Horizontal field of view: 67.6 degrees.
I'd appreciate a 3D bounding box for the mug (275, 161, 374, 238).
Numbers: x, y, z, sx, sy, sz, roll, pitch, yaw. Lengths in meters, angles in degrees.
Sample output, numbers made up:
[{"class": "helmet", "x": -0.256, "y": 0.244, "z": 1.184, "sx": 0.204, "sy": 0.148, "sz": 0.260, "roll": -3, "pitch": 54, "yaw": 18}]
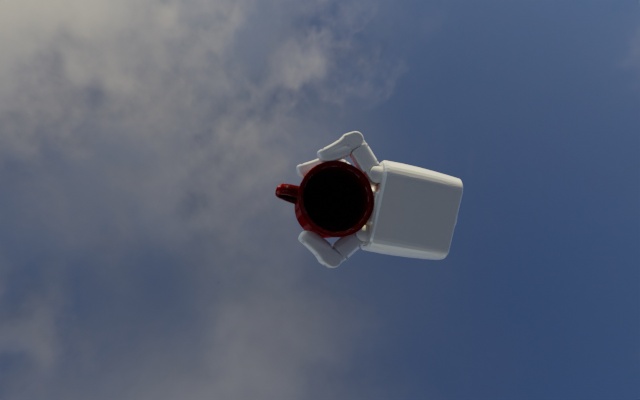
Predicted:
[{"class": "mug", "x": -0.001, "y": 0.002, "z": 0.605, "sx": 0.117, "sy": 0.093, "sz": 0.081, "roll": 11, "pitch": -12, "yaw": -9}]
